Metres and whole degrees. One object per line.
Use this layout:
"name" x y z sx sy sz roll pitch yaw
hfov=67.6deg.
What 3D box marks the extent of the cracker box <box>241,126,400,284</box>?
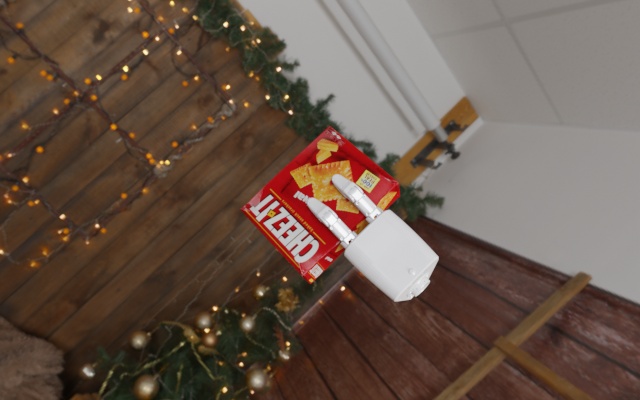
"cracker box" 0.000 0.003 0.797 0.164 0.213 0.072 44 -7 23
